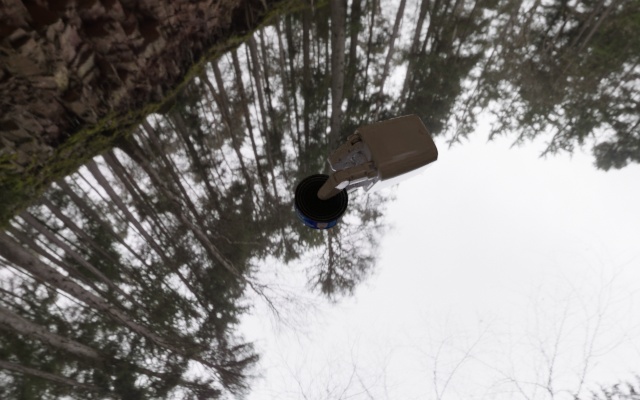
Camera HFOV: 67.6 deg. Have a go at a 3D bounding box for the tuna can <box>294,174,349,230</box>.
[{"bbox_3d":[0.000,0.003,0.763,0.086,0.086,0.034,0,-27,-7],"label":"tuna can"}]
